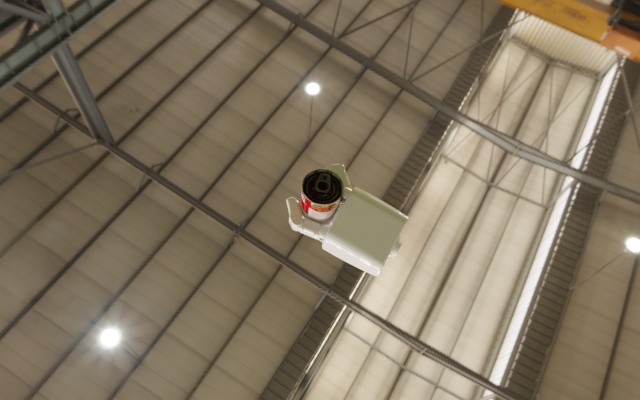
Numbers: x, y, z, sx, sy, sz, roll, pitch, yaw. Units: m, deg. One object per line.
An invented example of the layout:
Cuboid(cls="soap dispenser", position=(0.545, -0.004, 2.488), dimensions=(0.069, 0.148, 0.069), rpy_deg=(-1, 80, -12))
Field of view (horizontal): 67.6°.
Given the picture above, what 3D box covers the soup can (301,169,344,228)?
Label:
Cuboid(cls="soup can", position=(0.000, 0.003, 0.811), dimensions=(0.068, 0.068, 0.102), rpy_deg=(0, -30, -5))
